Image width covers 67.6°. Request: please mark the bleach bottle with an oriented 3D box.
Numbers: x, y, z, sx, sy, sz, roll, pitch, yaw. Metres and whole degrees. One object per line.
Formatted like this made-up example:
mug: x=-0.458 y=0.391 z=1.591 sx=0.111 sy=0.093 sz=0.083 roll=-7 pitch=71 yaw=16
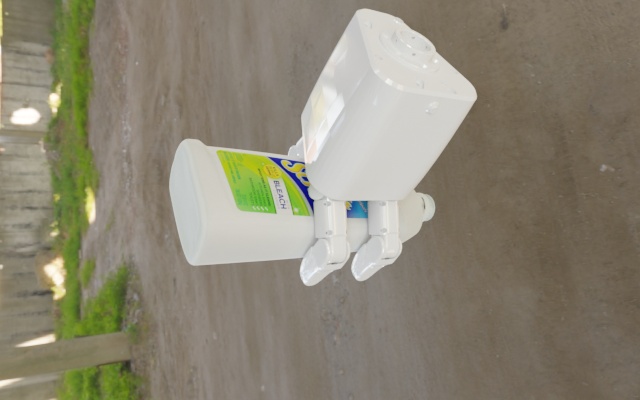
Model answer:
bleach bottle: x=0.000 y=0.002 z=0.438 sx=0.251 sy=0.102 sz=0.068 roll=0 pitch=-40 yaw=-32
